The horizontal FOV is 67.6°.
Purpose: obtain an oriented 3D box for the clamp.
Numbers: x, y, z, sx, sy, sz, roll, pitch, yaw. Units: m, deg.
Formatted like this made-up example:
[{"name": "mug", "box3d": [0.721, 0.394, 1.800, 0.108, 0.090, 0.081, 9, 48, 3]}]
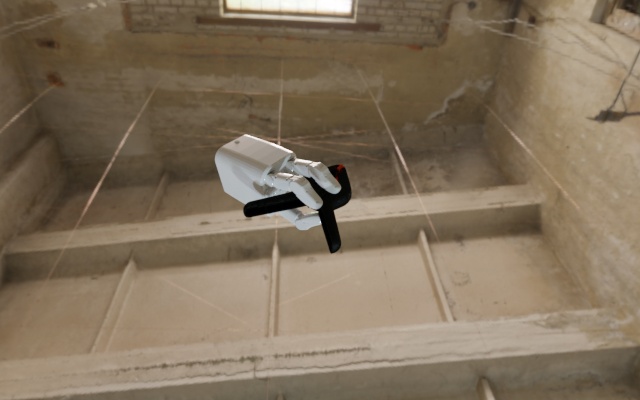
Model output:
[{"name": "clamp", "box3d": [0.000, 0.003, 0.784, 0.164, 0.036, 0.210, 27, 40, 21]}]
